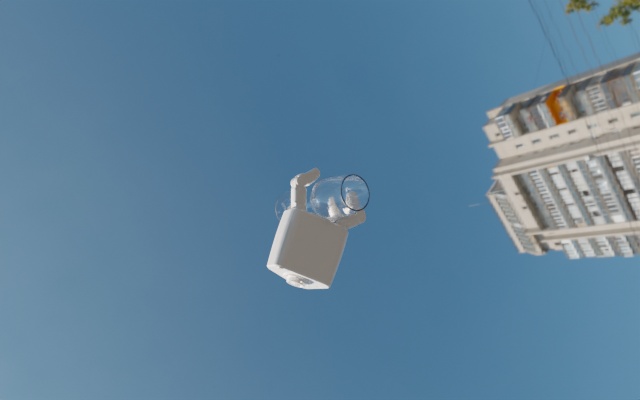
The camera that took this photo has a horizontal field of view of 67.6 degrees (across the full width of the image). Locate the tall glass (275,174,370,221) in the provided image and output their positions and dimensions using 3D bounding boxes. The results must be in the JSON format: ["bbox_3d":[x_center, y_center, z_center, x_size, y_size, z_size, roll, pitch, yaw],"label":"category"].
[{"bbox_3d":[0.000,0.003,0.863,0.079,0.079,0.201,0,-9,-36],"label":"tall glass"}]
